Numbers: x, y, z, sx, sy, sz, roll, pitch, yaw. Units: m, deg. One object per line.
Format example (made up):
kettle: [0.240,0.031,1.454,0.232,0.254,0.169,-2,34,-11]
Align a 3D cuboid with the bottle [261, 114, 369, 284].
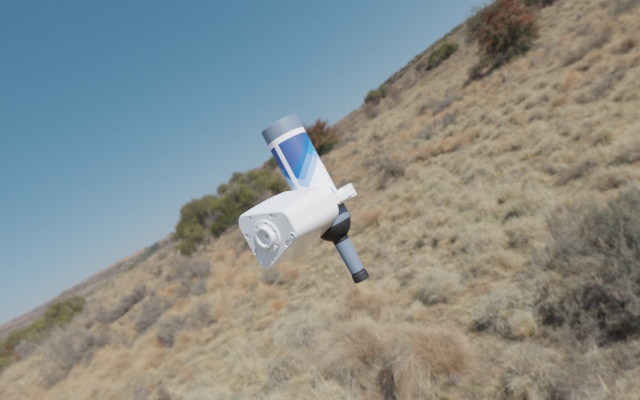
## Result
bottle: [0.000,0.002,0.795,0.069,0.295,0.069,-28,0,0]
